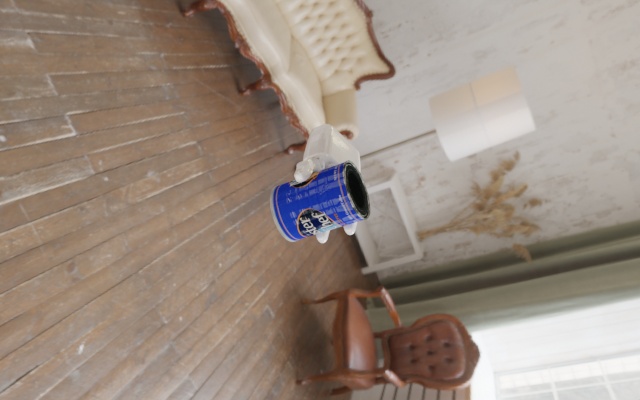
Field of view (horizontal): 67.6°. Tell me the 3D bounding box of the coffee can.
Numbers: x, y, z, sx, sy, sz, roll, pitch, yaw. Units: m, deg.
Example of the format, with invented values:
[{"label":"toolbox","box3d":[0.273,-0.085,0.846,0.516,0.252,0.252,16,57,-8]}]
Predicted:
[{"label":"coffee can","box3d":[0.000,0.003,0.808,0.140,0.103,0.103,-18,-7,22]}]
